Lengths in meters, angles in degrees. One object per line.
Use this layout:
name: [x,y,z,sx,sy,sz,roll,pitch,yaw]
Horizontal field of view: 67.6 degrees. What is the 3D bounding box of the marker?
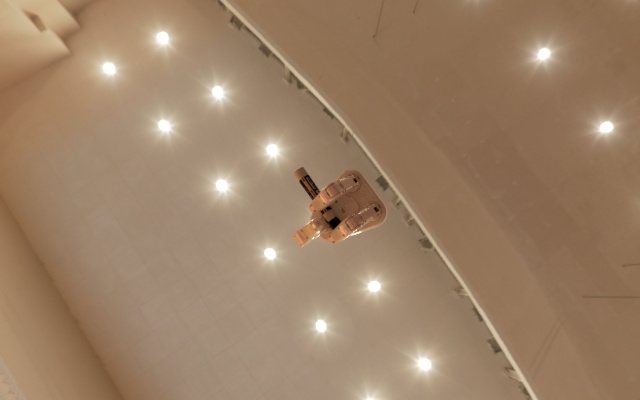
marker: [0.000,0.002,0.728,0.020,0.121,0.020,-34,-8,-6]
